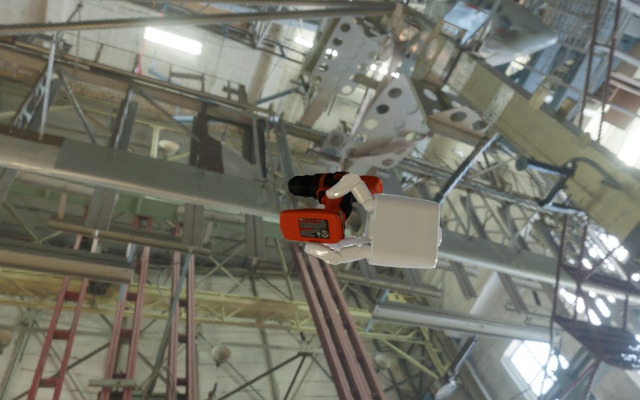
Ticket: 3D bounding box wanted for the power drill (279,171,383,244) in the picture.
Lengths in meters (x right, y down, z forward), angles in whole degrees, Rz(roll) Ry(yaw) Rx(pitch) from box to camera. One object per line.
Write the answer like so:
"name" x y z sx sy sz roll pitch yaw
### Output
"power drill" 0.000 0.003 0.832 0.184 0.057 0.187 1 27 22
